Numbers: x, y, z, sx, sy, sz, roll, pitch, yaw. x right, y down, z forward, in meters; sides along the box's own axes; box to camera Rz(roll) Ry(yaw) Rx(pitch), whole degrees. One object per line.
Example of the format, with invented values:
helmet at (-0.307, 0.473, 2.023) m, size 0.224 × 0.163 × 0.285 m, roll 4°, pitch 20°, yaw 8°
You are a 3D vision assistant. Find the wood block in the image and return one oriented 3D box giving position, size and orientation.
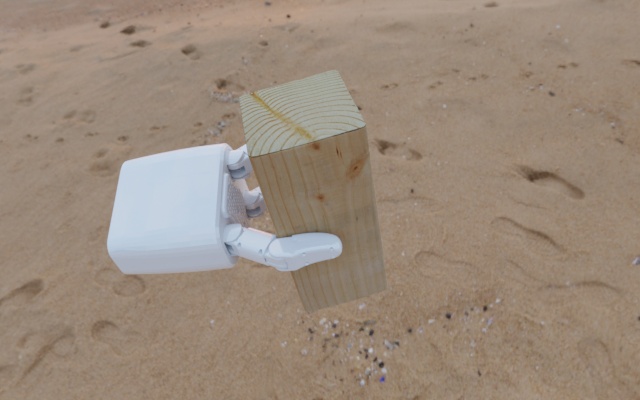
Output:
wood block at (0.000, 0.002, 0.443) m, size 0.090 × 0.206 × 0.090 m, roll -16°, pitch 44°, yaw -1°
